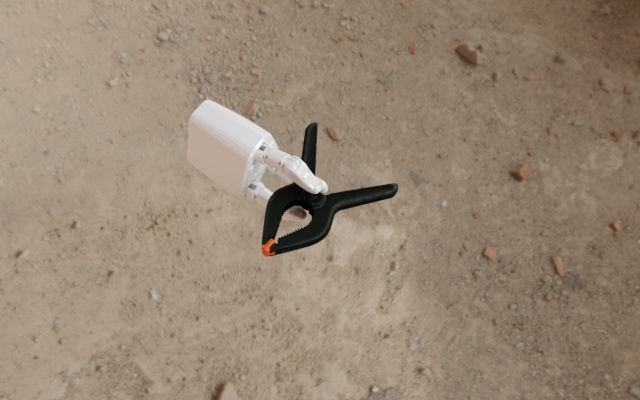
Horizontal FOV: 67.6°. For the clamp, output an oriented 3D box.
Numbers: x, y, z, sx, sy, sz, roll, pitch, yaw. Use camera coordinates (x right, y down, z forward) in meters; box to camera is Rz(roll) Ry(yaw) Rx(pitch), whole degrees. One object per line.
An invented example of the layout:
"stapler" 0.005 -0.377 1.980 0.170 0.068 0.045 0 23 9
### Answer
"clamp" 0.000 0.002 0.665 0.164 0.210 0.036 32 -24 8
